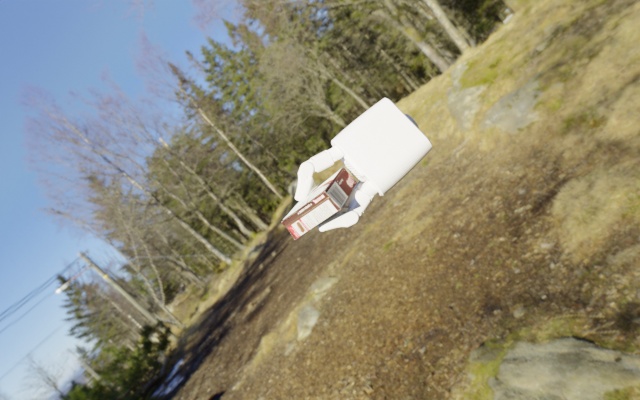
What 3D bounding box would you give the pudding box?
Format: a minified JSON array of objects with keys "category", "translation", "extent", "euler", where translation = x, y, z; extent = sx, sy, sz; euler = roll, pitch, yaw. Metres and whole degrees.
[{"category":"pudding box","translation":[0.000,0.002,0.718],"extent":[0.090,0.039,0.113],"euler":[-36,6,26]}]
